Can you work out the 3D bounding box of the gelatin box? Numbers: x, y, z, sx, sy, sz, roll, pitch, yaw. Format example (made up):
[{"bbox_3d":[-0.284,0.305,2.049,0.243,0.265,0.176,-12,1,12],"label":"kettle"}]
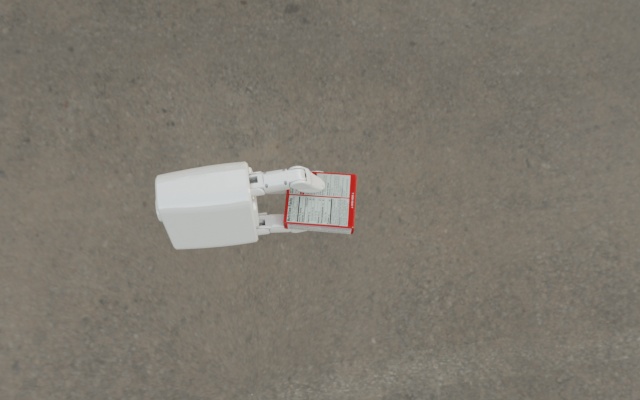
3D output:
[{"bbox_3d":[0.000,0.002,0.607,0.089,0.073,0.030,4,-21,2],"label":"gelatin box"}]
